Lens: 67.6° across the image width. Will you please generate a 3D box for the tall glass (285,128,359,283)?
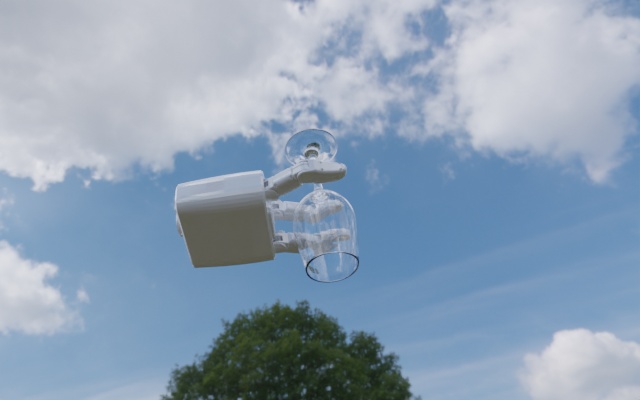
[{"bbox_3d":[0.000,0.001,0.601,0.079,0.200,0.079,-6,-41,-5],"label":"tall glass"}]
